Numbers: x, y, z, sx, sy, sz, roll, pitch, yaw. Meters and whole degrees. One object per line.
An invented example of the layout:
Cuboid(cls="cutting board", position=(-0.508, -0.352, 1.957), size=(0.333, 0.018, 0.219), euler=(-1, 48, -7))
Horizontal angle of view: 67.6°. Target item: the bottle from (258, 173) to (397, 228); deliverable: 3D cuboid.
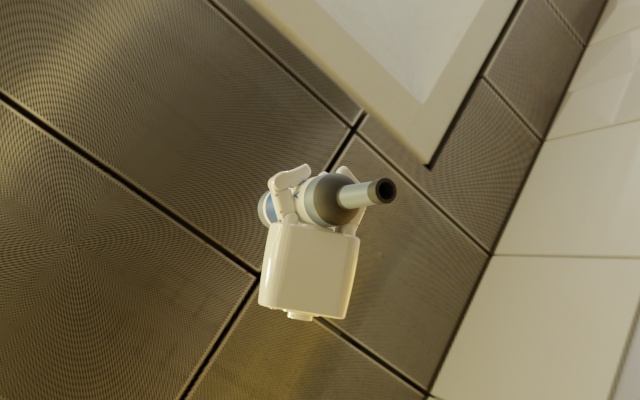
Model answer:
Cuboid(cls="bottle", position=(0.000, 0.002, 0.620), size=(0.069, 0.069, 0.296), euler=(0, -5, -27))
